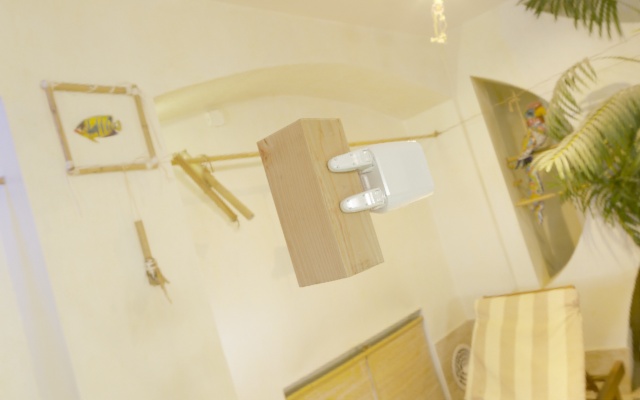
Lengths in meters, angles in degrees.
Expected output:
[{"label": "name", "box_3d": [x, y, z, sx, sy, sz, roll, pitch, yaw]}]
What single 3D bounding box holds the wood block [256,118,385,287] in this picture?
[{"label": "wood block", "box_3d": [0.000, 0.002, 0.649, 0.091, 0.206, 0.090, -20, -5, 40]}]
